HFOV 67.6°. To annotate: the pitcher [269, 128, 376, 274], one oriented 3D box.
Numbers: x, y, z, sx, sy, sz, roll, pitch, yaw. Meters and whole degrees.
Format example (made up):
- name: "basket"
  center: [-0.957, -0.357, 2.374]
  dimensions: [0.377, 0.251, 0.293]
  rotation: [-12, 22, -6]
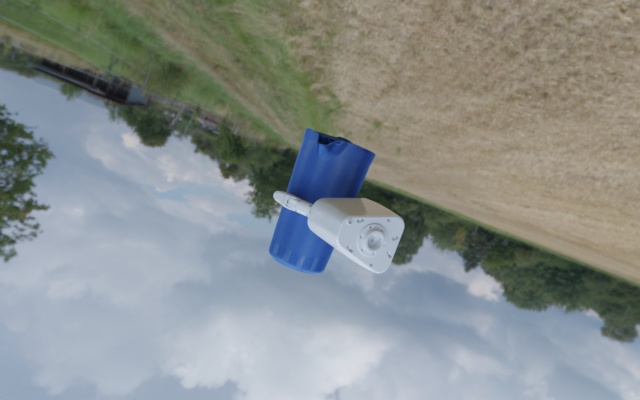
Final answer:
- name: "pitcher"
  center: [0.000, 0.003, 0.867]
  dimensions: [0.149, 0.243, 0.145]
  rotation: [19, 4, -27]
